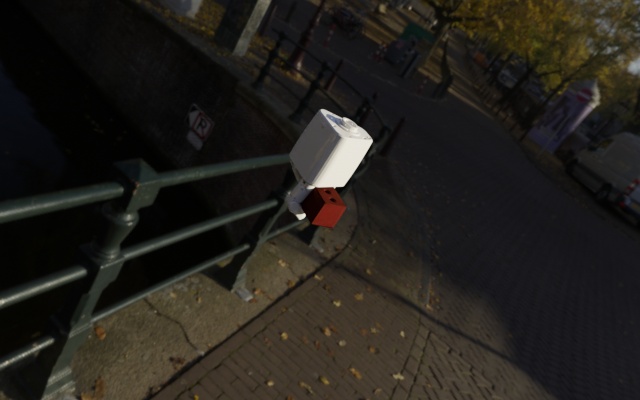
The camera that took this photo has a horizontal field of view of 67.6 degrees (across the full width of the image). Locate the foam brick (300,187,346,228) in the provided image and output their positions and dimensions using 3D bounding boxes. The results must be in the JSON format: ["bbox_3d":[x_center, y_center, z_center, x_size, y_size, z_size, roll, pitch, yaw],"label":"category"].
[{"bbox_3d":[0.000,0.003,0.862,0.053,0.051,0.078,12,33,-40],"label":"foam brick"}]
